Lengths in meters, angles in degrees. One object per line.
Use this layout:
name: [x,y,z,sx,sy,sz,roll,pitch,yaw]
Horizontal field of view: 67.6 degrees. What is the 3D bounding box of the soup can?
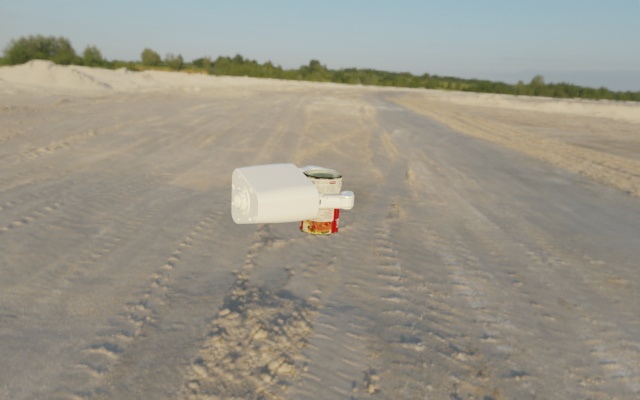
soup can: [0.001,0.002,0.818,0.068,0.102,0.068,4,14,-1]
